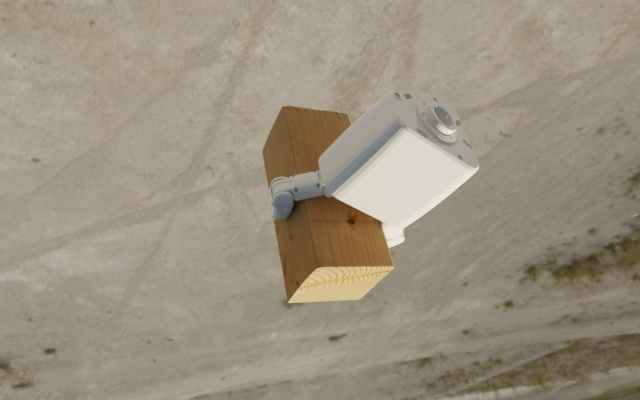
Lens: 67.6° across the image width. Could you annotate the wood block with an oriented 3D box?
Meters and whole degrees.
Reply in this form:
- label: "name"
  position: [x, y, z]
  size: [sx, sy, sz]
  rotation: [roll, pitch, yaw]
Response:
- label: "wood block"
  position: [0.000, 0.002, 0.547]
  size: [0.091, 0.206, 0.090]
  rotation: [3, -34, -25]
